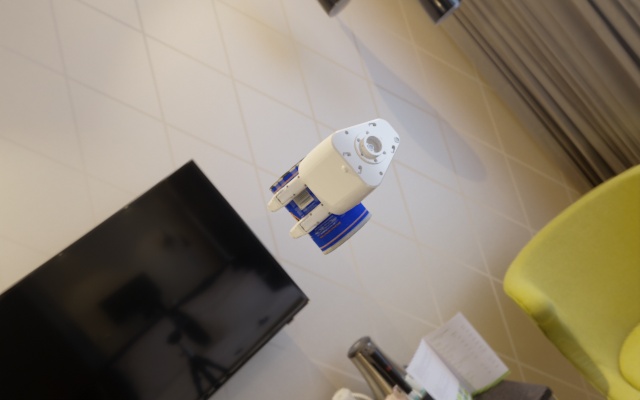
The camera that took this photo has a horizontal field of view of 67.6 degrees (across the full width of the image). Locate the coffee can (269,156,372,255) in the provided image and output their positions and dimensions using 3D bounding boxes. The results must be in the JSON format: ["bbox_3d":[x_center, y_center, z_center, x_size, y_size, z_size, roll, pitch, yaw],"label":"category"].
[{"bbox_3d":[0.000,0.003,0.777,0.103,0.140,0.103,-40,1,1],"label":"coffee can"}]
